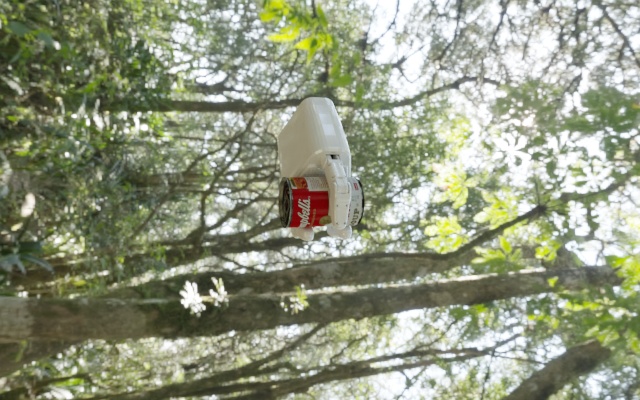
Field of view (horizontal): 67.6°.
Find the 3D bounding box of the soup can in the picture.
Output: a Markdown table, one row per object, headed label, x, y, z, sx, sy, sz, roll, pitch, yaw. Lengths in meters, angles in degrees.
| label | x | y | z | sx | sy | sz | roll | pitch | yaw |
| --- | --- | --- | --- | --- | --- | --- | --- | --- | --- |
| soup can | 0.001 | 0.002 | 0.642 | 0.102 | 0.068 | 0.068 | -1 | 0 | -18 |
